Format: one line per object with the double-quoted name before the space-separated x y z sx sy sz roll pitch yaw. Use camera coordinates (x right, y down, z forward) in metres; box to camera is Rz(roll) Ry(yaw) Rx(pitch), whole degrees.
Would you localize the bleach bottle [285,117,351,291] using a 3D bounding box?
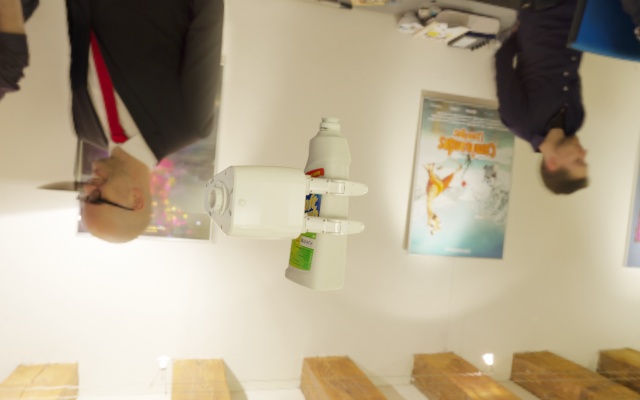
"bleach bottle" 0.000 0.002 0.723 0.068 0.251 0.102 2 4 -33
